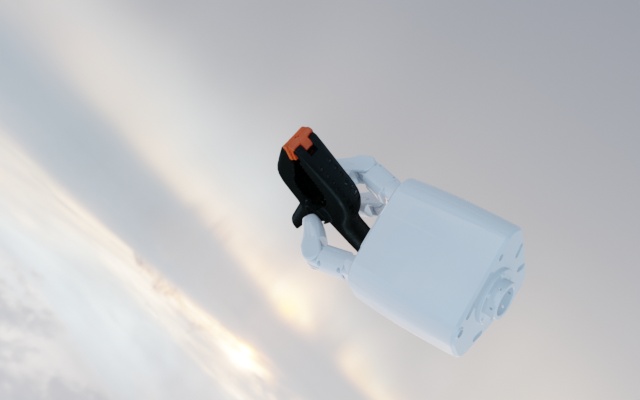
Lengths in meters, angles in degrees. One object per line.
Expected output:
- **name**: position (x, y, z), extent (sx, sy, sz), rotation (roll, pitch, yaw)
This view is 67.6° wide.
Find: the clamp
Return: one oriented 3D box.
- **clamp**: position (0.000, 0.002, 0.499), extent (0.164, 0.036, 0.210), rotation (24, -24, 39)
